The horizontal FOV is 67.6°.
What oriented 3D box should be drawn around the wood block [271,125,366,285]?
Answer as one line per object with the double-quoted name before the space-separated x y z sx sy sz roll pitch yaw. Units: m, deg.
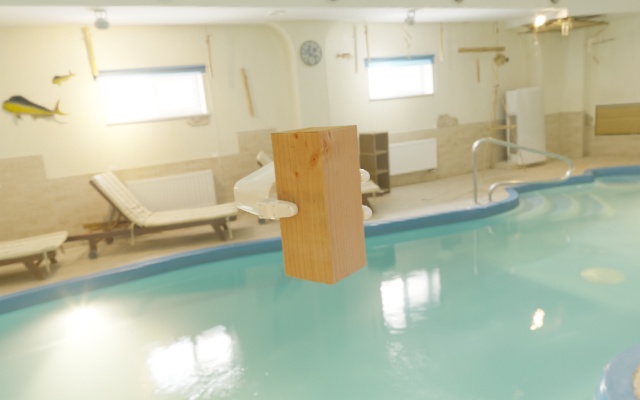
"wood block" 0.000 0.002 0.677 0.090 0.206 0.091 4 15 38
